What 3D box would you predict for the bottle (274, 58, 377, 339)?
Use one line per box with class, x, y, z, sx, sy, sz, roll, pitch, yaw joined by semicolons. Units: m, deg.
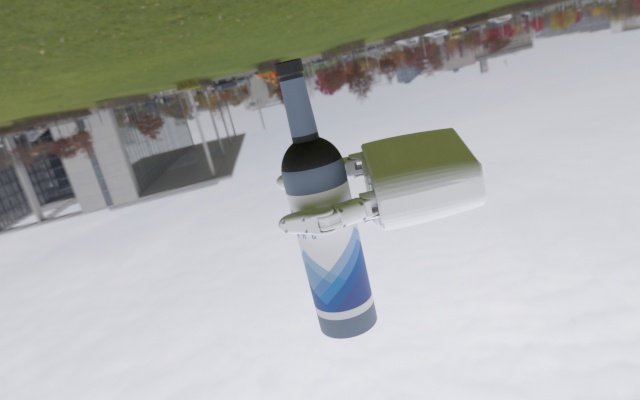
bottle;0.000;0.002;0.507;0.069;0.296;0.069;-12;16;3
